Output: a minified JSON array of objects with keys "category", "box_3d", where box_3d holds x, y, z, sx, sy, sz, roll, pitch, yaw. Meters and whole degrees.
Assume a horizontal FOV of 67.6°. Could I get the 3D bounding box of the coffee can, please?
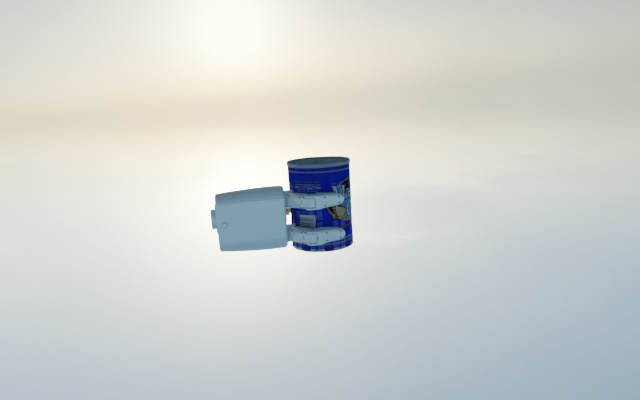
[{"category":"coffee can","box_3d":[0.000,0.002,0.783,0.103,0.140,0.103,-3,11,1]}]
